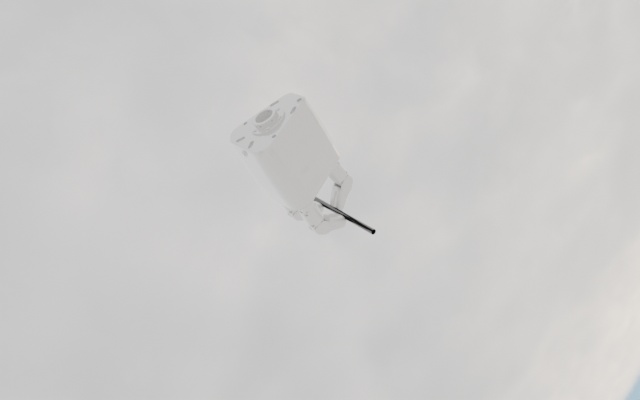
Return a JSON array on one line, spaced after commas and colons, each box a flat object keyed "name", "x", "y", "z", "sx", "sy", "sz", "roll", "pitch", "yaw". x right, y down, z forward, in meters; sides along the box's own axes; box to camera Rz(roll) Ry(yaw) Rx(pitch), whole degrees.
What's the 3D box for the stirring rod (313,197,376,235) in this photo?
[{"name": "stirring rod", "x": 0.000, "y": 0.002, "z": 0.734, "sx": 0.011, "sy": 0.011, "sz": 0.239, "roll": 0, "pitch": 19, "yaw": -39}]
